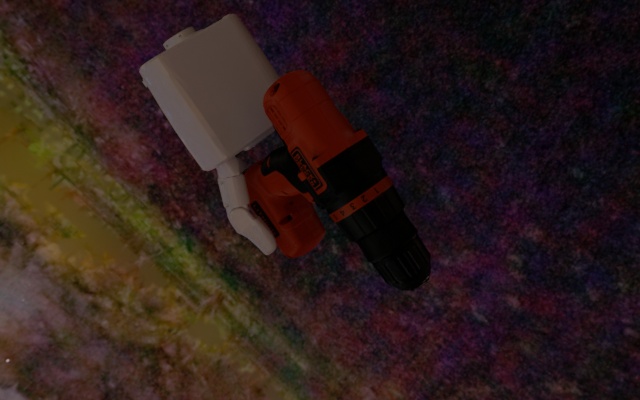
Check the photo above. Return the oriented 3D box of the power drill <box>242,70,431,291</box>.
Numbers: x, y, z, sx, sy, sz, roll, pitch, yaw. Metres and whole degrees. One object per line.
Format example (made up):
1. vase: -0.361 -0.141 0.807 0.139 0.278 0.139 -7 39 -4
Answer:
1. power drill: 0.000 0.001 0.417 0.057 0.184 0.188 -32 0 -25
